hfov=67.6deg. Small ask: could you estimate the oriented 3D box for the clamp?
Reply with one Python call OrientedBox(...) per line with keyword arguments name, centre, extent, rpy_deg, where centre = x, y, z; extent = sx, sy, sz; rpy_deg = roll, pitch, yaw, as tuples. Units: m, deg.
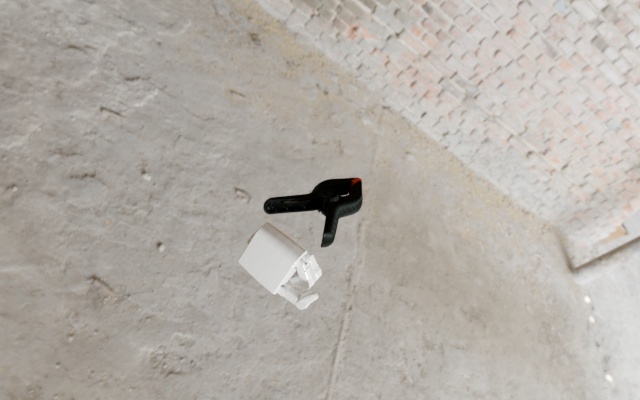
OrientedBox(name="clamp", centre=(0.000, 0.002, 0.717), extent=(0.120, 0.039, 0.171), rpy_deg=(29, 35, 17))
